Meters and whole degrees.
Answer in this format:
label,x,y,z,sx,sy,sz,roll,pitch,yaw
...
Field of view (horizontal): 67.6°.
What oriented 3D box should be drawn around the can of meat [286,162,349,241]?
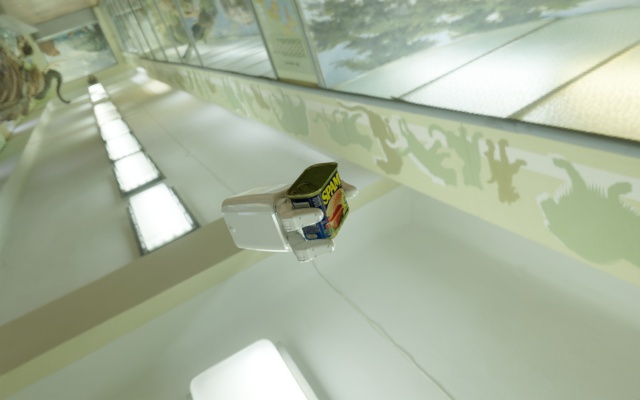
label,x,y,z,sx,sy,sz,roll,pitch,yaw
can of meat,0.000,0.003,0.722,0.057,0.084,0.102,-5,29,27
